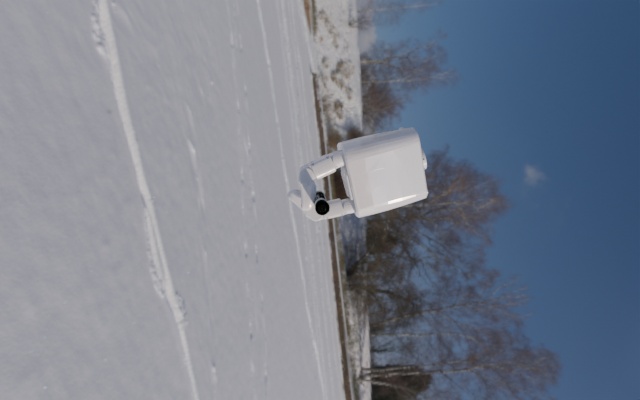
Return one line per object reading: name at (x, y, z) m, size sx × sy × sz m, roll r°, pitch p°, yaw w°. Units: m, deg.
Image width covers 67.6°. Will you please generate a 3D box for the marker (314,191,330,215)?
marker at (0.000, 0.002, 0.659) m, size 0.020 × 0.020 × 0.121 m, roll 0°, pitch 7°, yaw -2°
